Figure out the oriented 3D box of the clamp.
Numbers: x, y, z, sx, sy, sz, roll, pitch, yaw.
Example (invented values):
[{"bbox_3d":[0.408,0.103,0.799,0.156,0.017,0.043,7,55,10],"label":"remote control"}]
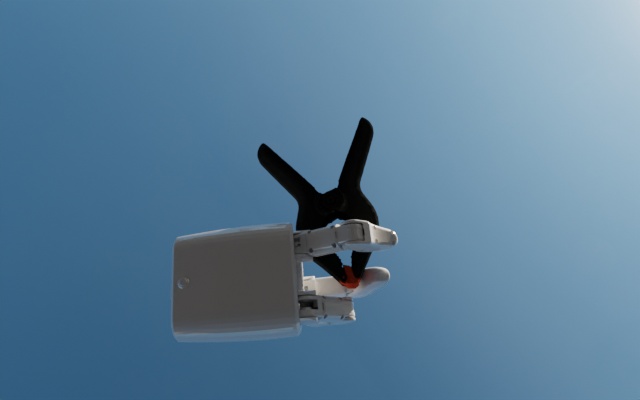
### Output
[{"bbox_3d":[0.000,0.002,0.466,0.120,0.171,0.039,-9,-23,10],"label":"clamp"}]
